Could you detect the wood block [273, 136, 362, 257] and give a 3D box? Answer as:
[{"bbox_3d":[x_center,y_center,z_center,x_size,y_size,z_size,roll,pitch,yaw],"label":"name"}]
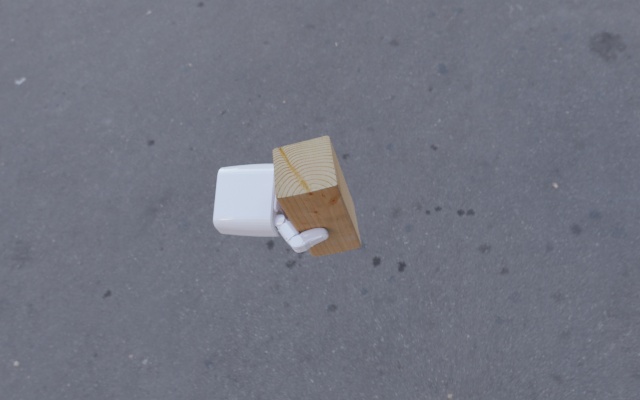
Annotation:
[{"bbox_3d":[0.000,0.003,0.761,0.090,0.090,0.206,-12,-32,9],"label":"wood block"}]
